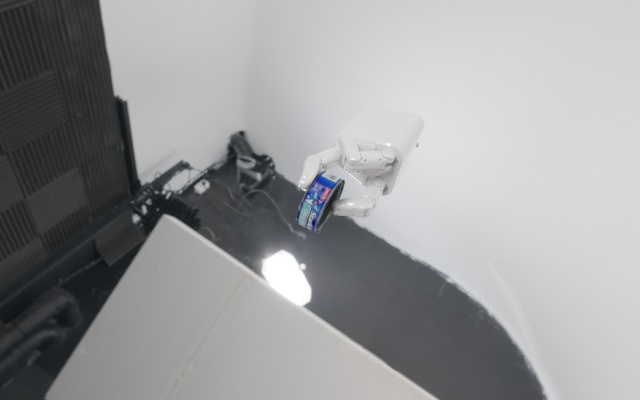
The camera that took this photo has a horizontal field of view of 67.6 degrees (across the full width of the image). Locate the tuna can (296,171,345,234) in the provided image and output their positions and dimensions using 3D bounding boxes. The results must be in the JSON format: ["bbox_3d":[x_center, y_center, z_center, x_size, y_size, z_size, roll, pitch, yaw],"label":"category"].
[{"bbox_3d":[0.000,0.002,0.671,0.034,0.086,0.086,27,5,10],"label":"tuna can"}]
